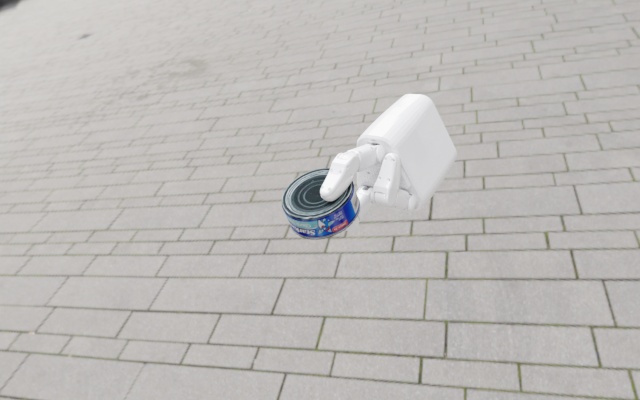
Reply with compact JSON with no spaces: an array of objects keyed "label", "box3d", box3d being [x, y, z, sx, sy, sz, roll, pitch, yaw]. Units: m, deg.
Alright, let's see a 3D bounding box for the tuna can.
[{"label":"tuna can","box3d":[0.000,0.001,0.543,0.086,0.034,0.086,-12,41,11]}]
